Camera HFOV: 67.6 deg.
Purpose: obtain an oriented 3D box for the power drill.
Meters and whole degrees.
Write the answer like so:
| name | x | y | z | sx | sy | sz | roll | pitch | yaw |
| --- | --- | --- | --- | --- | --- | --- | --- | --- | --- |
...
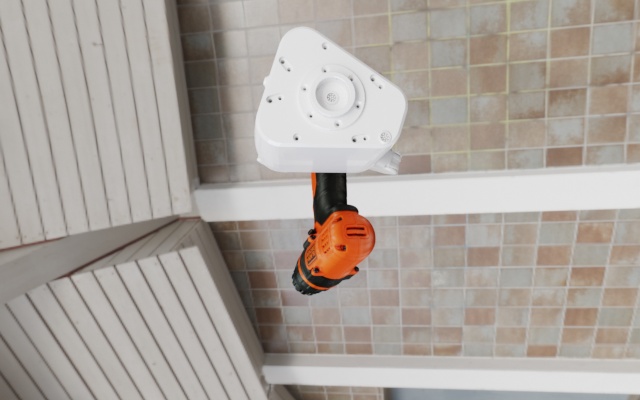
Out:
| name | x | y | z | sx | sy | sz | roll | pitch | yaw |
| --- | --- | --- | --- | --- | --- | --- | --- | --- | --- |
| power drill | 0.000 | 0.001 | 0.524 | 0.057 | 0.187 | 0.184 | 0 | -23 | -20 |
